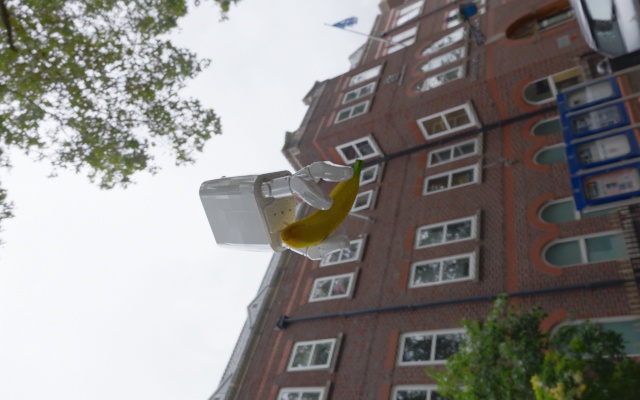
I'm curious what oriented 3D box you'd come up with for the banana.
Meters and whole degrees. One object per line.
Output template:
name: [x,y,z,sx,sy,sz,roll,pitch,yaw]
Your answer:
banana: [0.004,0.016,0.640,0.037,0.070,0.197,11,37,28]
